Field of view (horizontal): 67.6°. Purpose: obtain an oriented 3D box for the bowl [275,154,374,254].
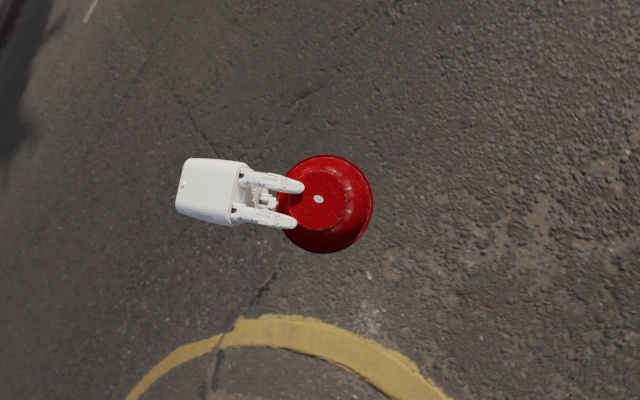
[{"bbox_3d":[0.001,0.002,0.744,0.162,0.162,0.055,0,-6,11],"label":"bowl"}]
